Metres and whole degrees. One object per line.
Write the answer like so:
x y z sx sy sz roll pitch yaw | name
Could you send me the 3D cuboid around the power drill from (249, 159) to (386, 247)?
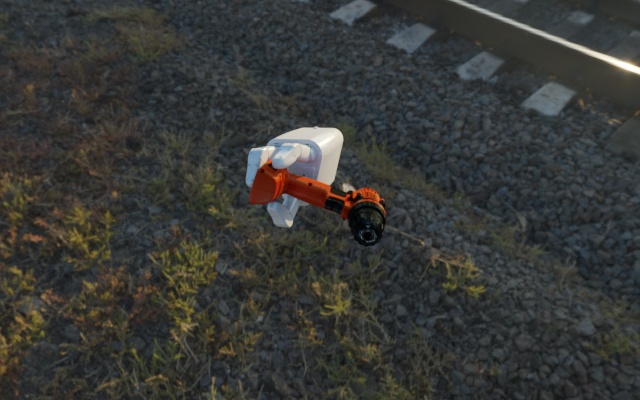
0.000 0.002 0.668 0.187 0.057 0.184 19 12 0 | power drill
